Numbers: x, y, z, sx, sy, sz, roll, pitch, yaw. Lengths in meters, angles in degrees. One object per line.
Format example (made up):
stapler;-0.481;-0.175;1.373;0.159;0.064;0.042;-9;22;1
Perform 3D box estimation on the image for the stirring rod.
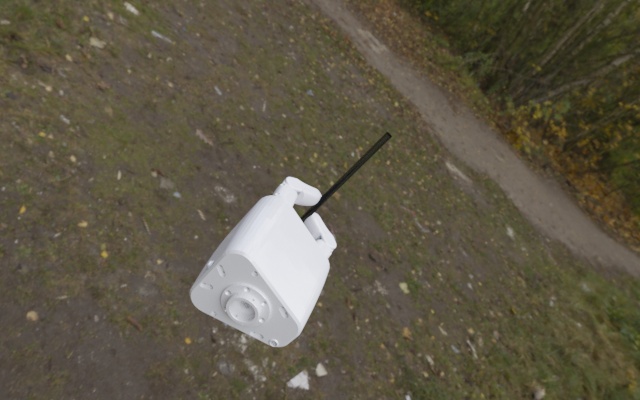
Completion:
stirring rod;0.000;0.002;0.580;0.240;0.011;0.011;-45;-26;29
